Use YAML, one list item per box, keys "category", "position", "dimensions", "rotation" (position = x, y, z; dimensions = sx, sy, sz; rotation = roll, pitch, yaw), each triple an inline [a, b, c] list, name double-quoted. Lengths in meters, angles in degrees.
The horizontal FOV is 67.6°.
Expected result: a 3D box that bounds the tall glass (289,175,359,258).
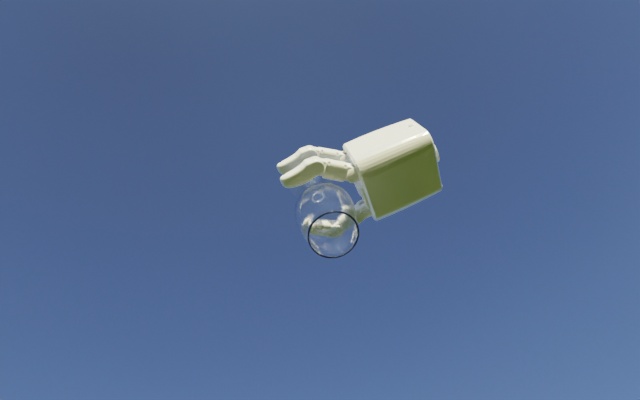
- category: "tall glass"
  position: [0.000, 0.002, 0.645]
  dimensions: [0.079, 0.079, 0.201]
  rotation: [0, 23, -9]
